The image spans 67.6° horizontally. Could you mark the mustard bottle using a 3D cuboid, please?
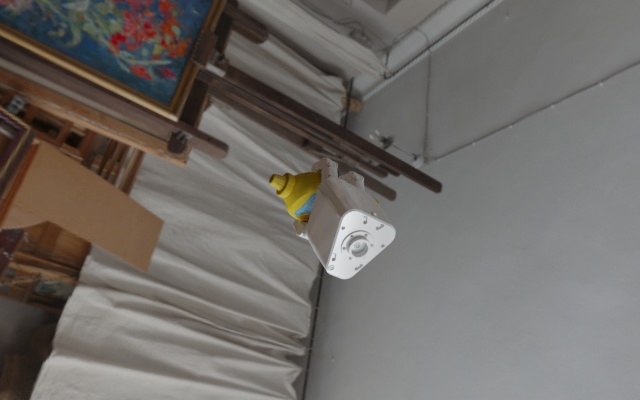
[{"bbox_3d":[0.000,0.003,0.799,0.192,0.058,0.096,25,-48,-26],"label":"mustard bottle"}]
